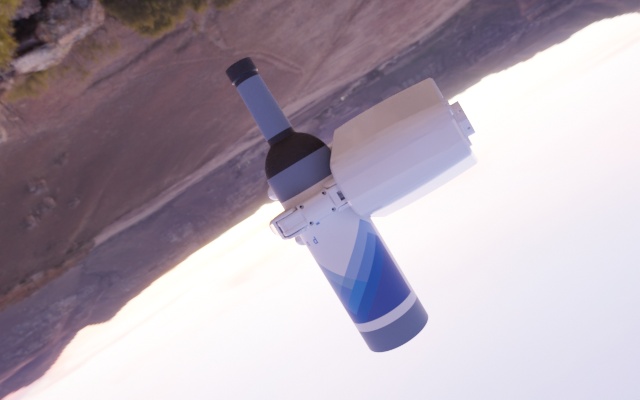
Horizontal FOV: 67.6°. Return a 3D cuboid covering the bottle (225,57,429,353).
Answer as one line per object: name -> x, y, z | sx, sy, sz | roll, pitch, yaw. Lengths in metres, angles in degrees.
bottle -> 0.000, 0.002, 0.450 | 0.069, 0.296, 0.069 | -31, 5, 3
